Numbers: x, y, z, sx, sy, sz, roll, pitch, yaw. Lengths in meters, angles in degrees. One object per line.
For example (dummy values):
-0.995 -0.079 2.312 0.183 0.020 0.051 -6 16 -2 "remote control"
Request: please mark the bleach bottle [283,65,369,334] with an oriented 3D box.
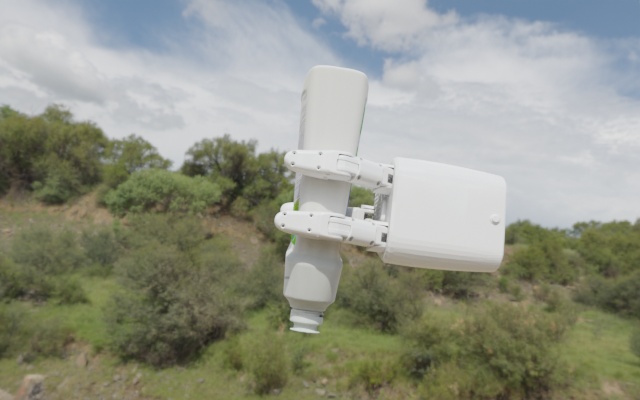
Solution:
0.000 0.001 0.478 0.068 0.250 0.102 8 -10 -3 "bleach bottle"
